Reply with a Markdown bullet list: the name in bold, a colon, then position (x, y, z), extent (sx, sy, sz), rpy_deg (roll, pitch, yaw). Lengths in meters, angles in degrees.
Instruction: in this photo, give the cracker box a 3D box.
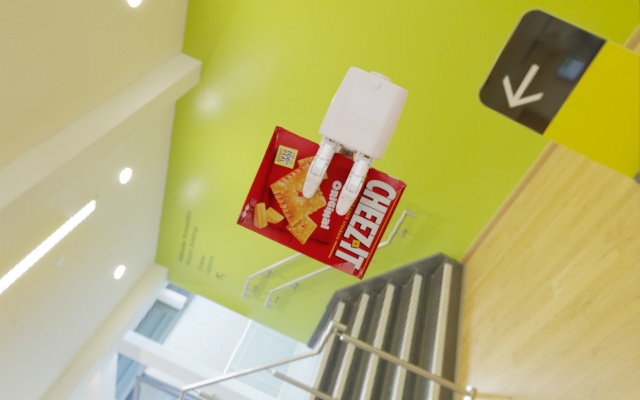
- **cracker box**: position (0.000, 0.002, 0.734), extent (0.213, 0.164, 0.072), rpy_deg (24, 7, 1)
